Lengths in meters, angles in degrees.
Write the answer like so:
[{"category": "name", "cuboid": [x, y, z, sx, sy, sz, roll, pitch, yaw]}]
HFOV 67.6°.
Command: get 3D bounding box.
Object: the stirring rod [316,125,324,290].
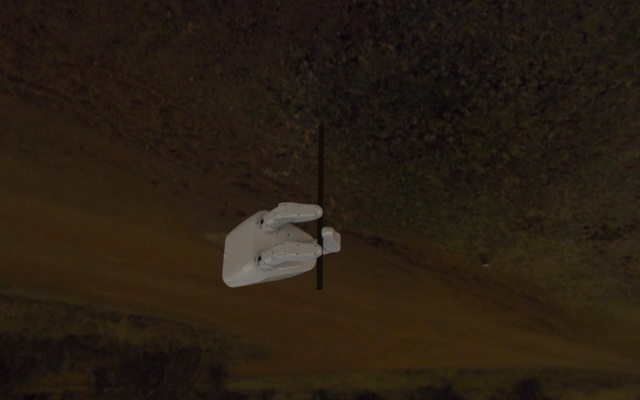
[{"category": "stirring rod", "cuboid": [0.000, 0.002, 0.652, 0.011, 0.239, 0.011, 1, -23, 0]}]
